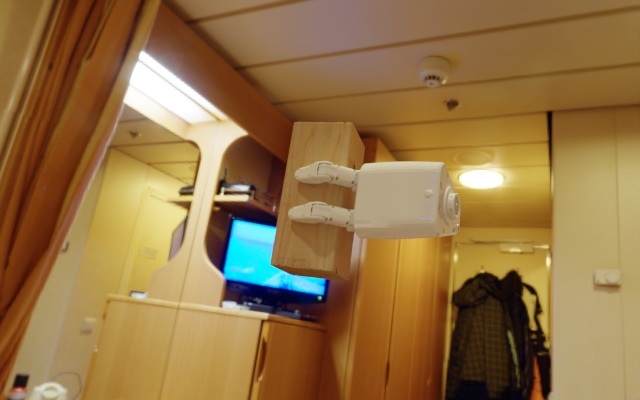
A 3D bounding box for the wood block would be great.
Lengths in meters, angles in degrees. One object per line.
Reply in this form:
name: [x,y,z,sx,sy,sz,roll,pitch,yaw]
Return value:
wood block: [0.001,0.002,0.677,0.090,0.206,0.091,3,-17,19]
